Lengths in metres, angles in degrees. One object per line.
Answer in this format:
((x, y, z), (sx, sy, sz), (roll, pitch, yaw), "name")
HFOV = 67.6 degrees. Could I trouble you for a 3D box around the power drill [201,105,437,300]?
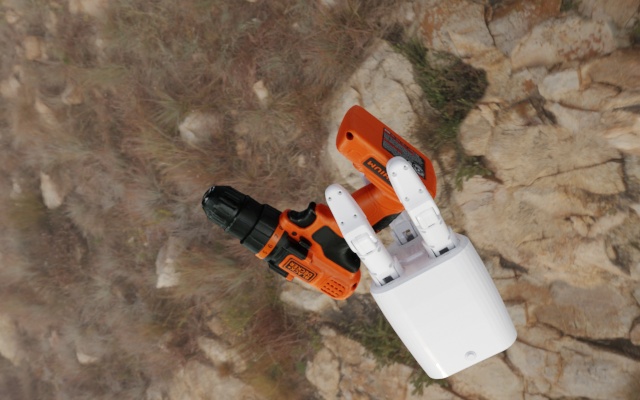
((0.001, 0.001, 0.454), (0.184, 0.057, 0.188), (33, -53, -16), "power drill")
